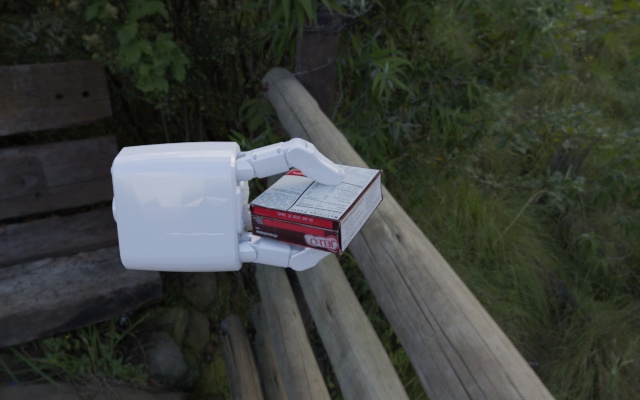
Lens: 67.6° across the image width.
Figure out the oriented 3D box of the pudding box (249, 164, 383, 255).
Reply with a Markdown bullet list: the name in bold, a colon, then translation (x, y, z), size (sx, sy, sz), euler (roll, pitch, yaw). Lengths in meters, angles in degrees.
- **pudding box**: translation (0.000, 0.001, 0.452), size (0.090, 0.039, 0.113), euler (11, 32, 23)
